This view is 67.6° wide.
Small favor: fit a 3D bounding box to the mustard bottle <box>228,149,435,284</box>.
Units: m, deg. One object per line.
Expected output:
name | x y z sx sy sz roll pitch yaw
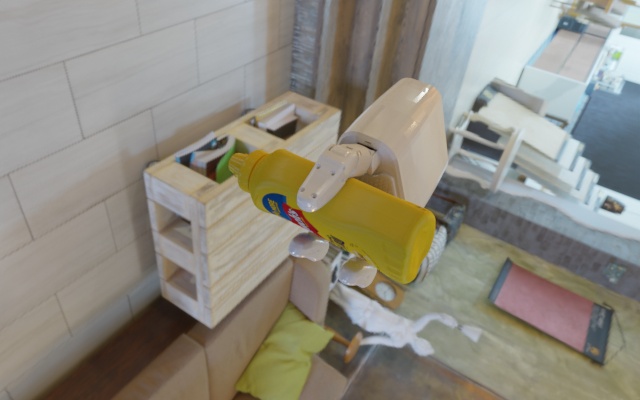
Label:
mustard bottle | 0.000 0.002 0.410 0.191 0.058 0.096 26 -12 21
